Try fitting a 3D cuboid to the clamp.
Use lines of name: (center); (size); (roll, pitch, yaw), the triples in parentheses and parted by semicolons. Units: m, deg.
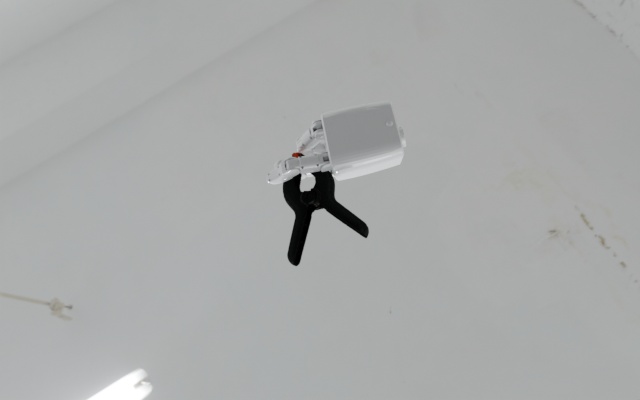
clamp: (0.000, 0.002, 0.695); (0.120, 0.171, 0.039); (-12, -22, 5)
